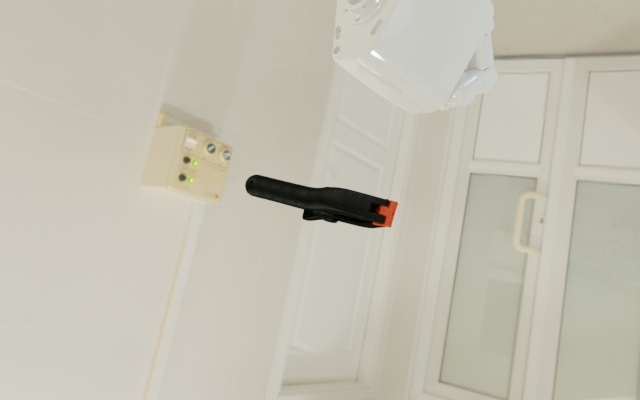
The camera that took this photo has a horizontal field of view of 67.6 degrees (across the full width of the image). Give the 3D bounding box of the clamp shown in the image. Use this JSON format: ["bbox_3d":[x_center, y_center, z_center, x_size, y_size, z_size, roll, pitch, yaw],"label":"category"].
[{"bbox_3d":[0.000,0.002,0.525,0.120,0.039,0.171,17,-11,-41],"label":"clamp"}]
